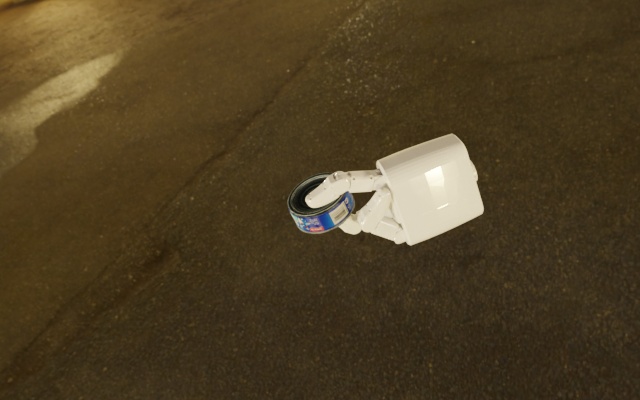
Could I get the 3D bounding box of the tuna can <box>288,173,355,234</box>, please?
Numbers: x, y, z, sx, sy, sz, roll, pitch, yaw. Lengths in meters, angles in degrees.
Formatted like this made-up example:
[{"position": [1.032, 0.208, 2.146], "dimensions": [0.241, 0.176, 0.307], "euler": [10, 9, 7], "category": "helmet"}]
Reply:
[{"position": [0.000, 0.002, 0.636], "dimensions": [0.086, 0.034, 0.086], "euler": [-16, 39, 13], "category": "tuna can"}]
